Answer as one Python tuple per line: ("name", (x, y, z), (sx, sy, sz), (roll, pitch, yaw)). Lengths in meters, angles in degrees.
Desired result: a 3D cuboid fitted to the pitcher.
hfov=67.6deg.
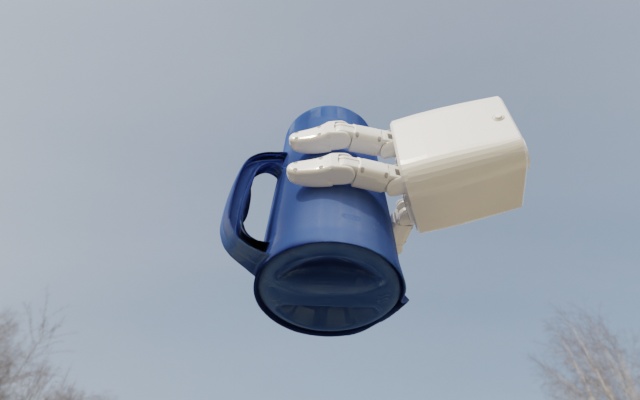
("pitcher", (0.000, 0.002, 0.496), (0.145, 0.149, 0.242), (-13, 40, 12))
